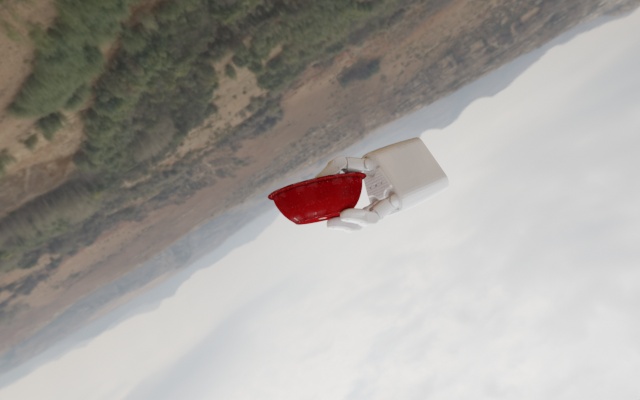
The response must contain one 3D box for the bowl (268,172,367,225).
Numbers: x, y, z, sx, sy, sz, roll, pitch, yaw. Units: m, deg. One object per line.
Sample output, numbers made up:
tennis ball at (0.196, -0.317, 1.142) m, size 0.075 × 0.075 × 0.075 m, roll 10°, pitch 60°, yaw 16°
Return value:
bowl at (-0.001, 0.003, 0.761) m, size 0.162 × 0.055 × 0.162 m, roll -12°, pitch -7°, yaw -1°
